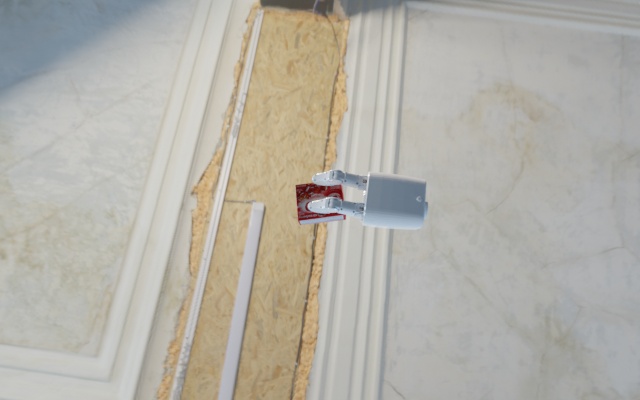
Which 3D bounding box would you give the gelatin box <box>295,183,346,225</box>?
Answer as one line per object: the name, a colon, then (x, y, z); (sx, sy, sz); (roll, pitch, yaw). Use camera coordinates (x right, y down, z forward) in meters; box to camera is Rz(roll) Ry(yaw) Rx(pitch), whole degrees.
gelatin box: (0.000, 0.003, 0.887); (0.089, 0.073, 0.030); (-7, -22, 4)
